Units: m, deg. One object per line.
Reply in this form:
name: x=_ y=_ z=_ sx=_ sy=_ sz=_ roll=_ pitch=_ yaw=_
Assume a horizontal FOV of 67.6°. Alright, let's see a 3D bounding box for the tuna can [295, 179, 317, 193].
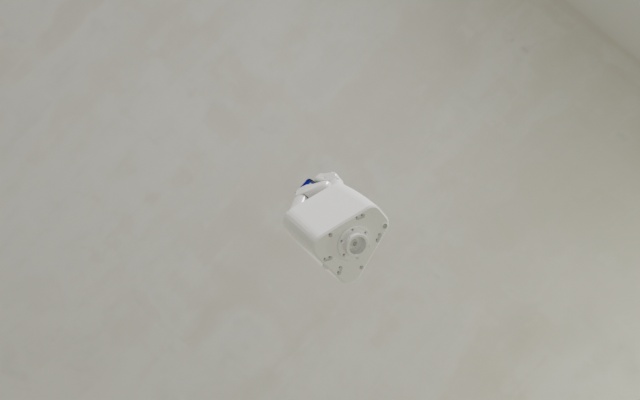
tuna can: x=0.000 y=0.002 z=0.796 sx=0.086 sy=0.034 sz=0.086 roll=40 pitch=-6 yaw=5
